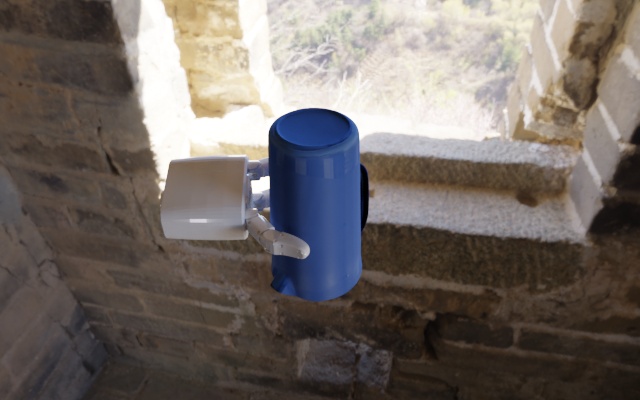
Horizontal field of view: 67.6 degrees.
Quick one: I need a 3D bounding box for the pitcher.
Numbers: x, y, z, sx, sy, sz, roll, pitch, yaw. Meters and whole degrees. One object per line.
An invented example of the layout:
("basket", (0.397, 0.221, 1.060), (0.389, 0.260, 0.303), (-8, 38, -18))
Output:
("pitcher", (0.000, 0.002, 0.634), (0.145, 0.243, 0.149), (0, 40, 0))
